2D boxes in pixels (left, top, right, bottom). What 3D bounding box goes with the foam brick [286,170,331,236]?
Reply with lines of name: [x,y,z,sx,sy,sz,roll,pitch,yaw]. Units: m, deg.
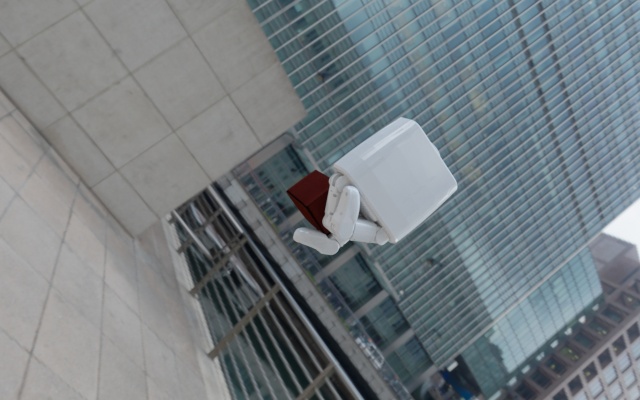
foam brick: [0.000,0.002,0.620,0.051,0.053,0.078,-38,27,-8]
